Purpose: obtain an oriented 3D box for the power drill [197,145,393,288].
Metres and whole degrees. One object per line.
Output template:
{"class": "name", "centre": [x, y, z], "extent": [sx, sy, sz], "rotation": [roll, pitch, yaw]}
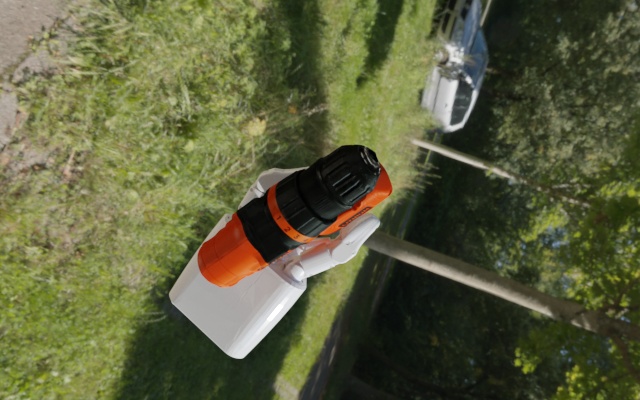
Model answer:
{"class": "power drill", "centre": [0.000, 0.002, 0.437], "extent": [0.184, 0.057, 0.187], "rotation": [-32, -6, 28]}
